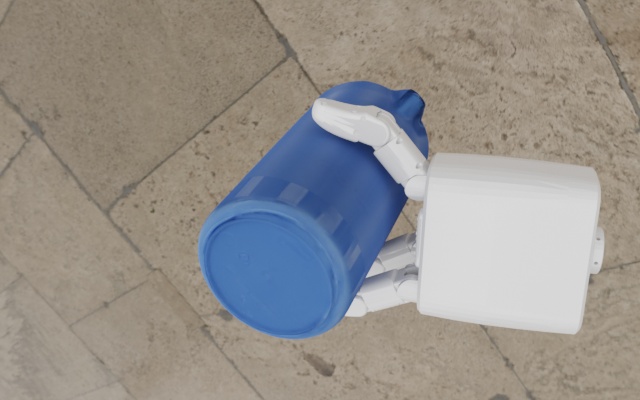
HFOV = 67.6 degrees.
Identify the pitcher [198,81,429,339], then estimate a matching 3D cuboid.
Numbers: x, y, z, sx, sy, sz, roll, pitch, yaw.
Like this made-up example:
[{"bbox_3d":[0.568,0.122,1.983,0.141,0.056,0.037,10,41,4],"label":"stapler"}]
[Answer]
[{"bbox_3d":[0.000,0.001,0.402,0.145,0.149,0.242,8,29,18],"label":"pitcher"}]
